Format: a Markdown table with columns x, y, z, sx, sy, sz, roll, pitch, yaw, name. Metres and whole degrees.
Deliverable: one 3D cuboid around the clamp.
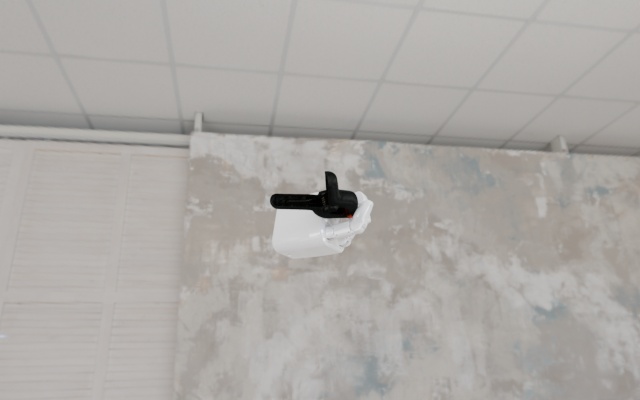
| x | y | z | sx | sy | sz | roll | pitch | yaw | name |
| --- | --- | --- | --- | --- | --- | --- | --- | --- | --- |
| 0.000 | 0.002 | 0.789 | 0.120 | 0.039 | 0.171 | -13 | -23 | 23 | clamp |
